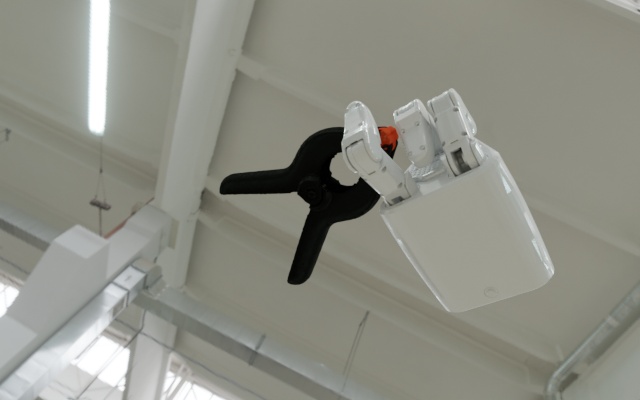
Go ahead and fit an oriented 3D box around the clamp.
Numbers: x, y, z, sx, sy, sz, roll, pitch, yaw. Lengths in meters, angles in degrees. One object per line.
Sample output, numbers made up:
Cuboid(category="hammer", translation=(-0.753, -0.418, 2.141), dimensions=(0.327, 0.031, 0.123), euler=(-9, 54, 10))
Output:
Cuboid(category="clamp", translation=(0.000, 0.001, 0.413), dimensions=(0.171, 0.120, 0.039), euler=(-26, 12, 31))
